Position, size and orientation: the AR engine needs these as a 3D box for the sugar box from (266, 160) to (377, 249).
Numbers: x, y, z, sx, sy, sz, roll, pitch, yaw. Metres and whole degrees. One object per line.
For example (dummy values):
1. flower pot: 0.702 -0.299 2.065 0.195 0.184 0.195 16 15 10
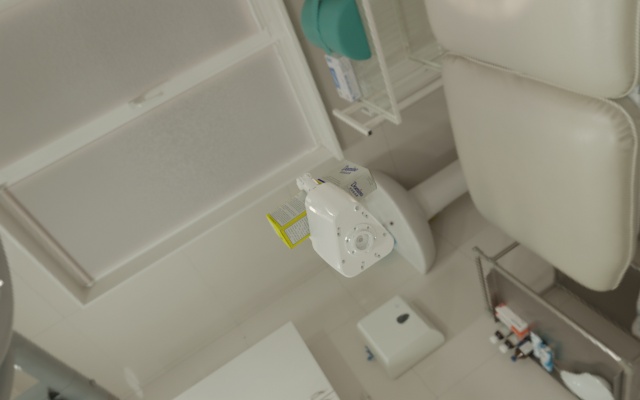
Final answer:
1. sugar box: 0.000 0.003 0.799 0.176 0.048 0.093 -32 25 -11
